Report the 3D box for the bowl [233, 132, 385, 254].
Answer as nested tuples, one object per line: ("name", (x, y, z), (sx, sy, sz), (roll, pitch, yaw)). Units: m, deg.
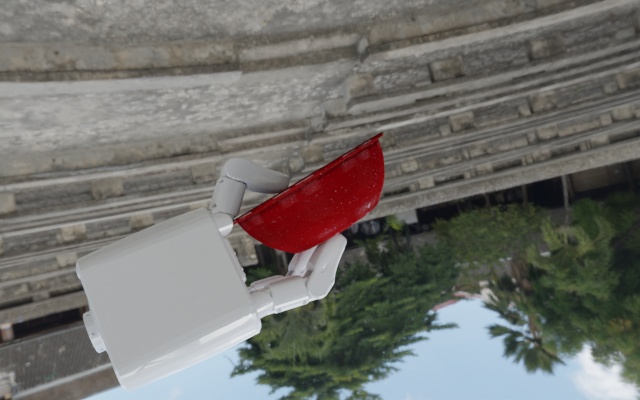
("bowl", (0.001, 0.001, 0.436), (0.162, 0.055, 0.162), (-31, 3, 2))
